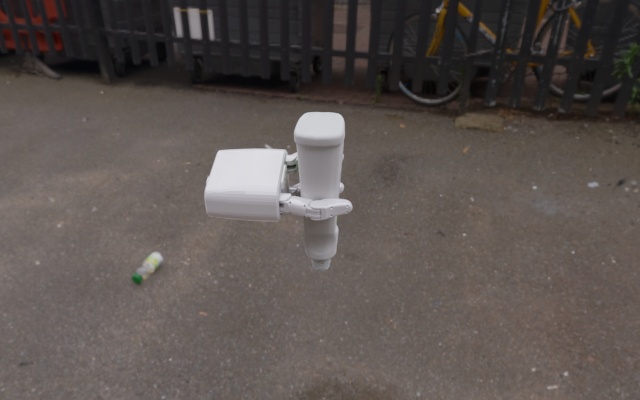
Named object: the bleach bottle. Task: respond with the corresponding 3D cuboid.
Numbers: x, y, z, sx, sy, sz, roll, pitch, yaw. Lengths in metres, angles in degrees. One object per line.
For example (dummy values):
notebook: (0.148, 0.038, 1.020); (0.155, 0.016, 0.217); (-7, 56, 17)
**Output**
bleach bottle: (0.000, 0.002, 0.715); (0.068, 0.251, 0.102); (2, 30, 4)
